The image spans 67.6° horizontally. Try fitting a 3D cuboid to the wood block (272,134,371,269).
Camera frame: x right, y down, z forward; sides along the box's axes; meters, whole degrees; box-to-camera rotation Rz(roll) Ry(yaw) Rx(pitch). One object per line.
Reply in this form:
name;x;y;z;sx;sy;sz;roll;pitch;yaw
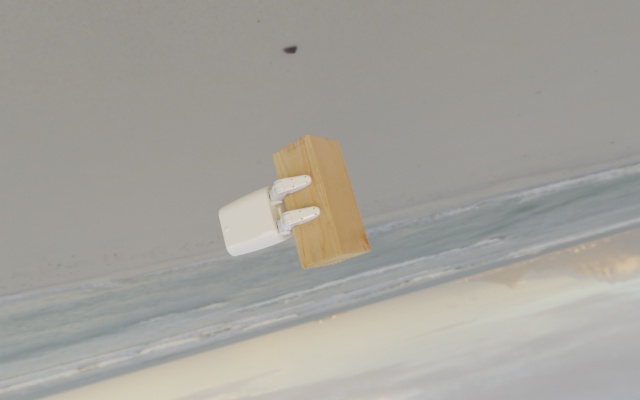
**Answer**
wood block;0.000;0.003;0.820;0.090;0.206;0.091;-25;-16;34
